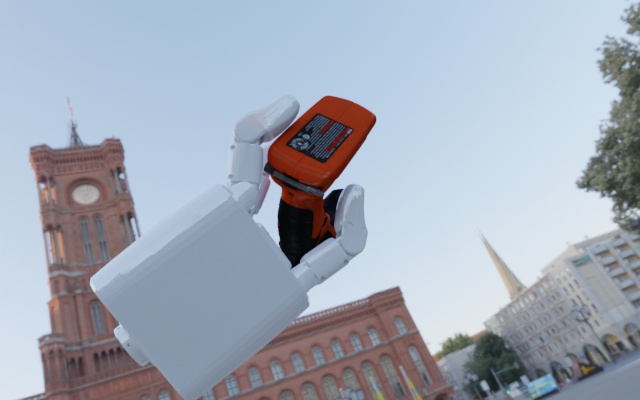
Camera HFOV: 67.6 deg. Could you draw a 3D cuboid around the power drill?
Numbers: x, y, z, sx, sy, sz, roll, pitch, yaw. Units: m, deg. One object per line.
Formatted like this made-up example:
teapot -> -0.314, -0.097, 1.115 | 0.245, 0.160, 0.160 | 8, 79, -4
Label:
power drill -> 0.000, 0.001, 0.446 | 0.057, 0.188, 0.184 | 24, 47, 14
